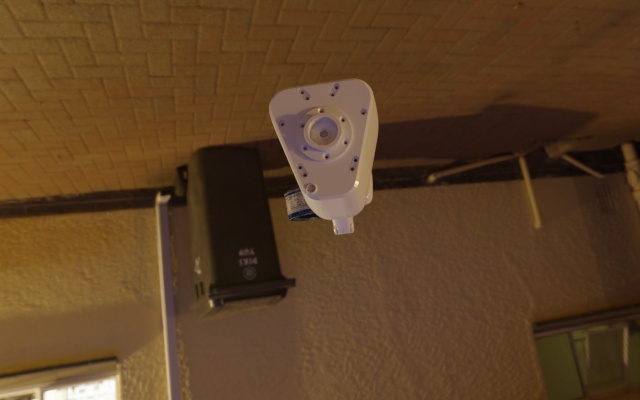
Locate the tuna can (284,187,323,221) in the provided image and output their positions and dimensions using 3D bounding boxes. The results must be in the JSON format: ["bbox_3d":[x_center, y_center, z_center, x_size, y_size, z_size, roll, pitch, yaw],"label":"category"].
[{"bbox_3d":[0.000,0.002,0.587,0.086,0.033,0.086,-9,-8,-1],"label":"tuna can"}]
